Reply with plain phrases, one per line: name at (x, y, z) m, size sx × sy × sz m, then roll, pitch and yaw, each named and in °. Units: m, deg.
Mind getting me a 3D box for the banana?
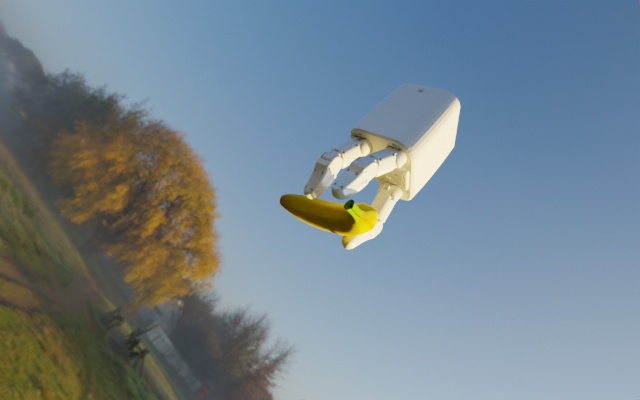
banana at (0.014, 0.014, 0.580) m, size 0.070 × 0.037 × 0.198 m, roll 42°, pitch -18°, yaw -21°
